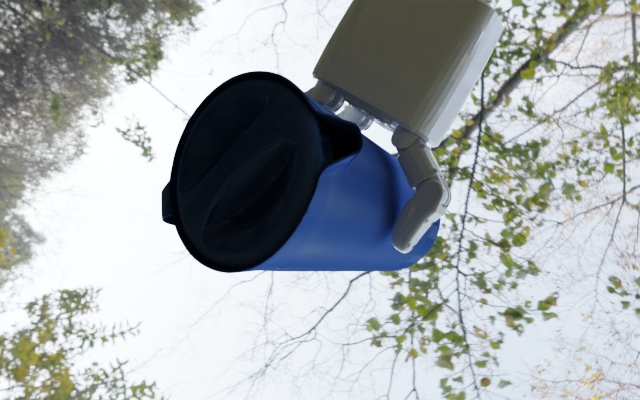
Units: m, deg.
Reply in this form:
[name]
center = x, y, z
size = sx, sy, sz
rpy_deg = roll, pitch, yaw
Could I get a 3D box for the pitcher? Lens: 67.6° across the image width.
[pitcher]
center = 0.000, 0.001, 0.406
size = 0.149, 0.145, 0.243
rpy_deg = 36, 11, 34
